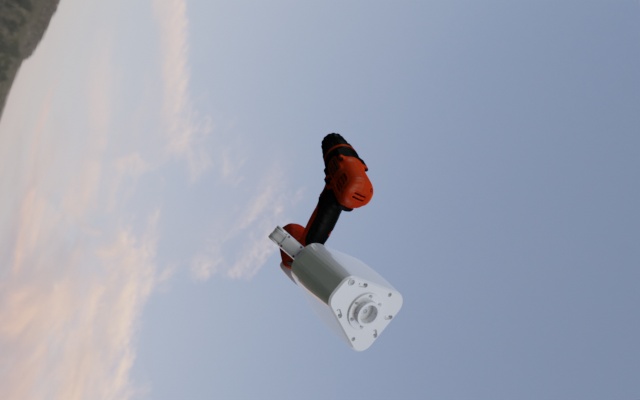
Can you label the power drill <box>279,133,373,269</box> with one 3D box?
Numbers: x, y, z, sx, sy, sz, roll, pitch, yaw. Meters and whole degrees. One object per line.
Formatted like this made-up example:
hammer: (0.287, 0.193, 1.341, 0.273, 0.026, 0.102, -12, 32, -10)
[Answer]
power drill: (0.000, 0.003, 0.716, 0.057, 0.188, 0.184, 21, 24, -21)
